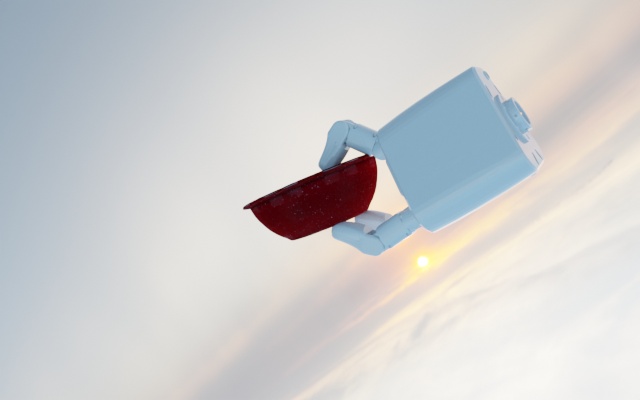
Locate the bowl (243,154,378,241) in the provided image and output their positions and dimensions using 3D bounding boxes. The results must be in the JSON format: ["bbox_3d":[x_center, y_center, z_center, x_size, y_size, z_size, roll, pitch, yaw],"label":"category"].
[{"bbox_3d":[-0.001,0.002,0.523,0.162,0.055,0.162,-22,0,0],"label":"bowl"}]
